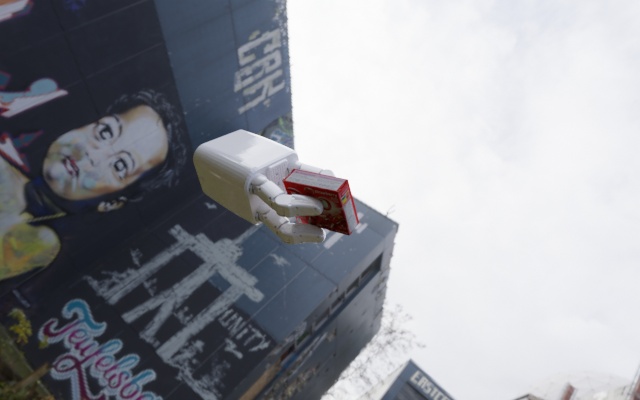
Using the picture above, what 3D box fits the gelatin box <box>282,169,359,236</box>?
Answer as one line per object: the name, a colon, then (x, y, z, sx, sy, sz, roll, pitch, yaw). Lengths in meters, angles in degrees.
gelatin box: (0.001, 0.002, 0.616, 0.089, 0.073, 0.030, 13, 46, 33)
